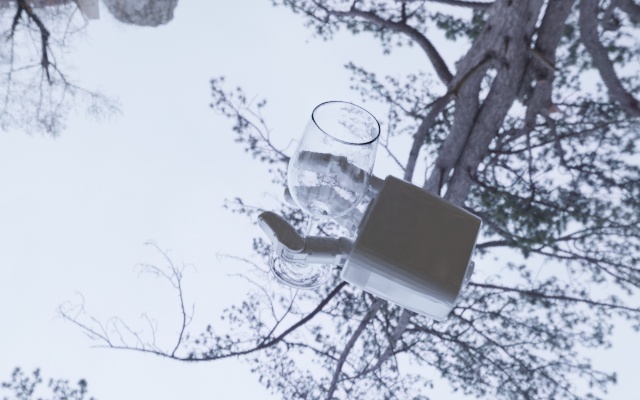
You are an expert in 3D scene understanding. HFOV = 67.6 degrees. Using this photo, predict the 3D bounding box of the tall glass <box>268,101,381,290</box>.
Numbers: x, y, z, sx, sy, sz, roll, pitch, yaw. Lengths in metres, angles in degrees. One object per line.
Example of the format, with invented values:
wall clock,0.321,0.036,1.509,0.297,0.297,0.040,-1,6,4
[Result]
tall glass,0.000,0.002,0.475,0.079,0.079,0.201,0,-44,-18
